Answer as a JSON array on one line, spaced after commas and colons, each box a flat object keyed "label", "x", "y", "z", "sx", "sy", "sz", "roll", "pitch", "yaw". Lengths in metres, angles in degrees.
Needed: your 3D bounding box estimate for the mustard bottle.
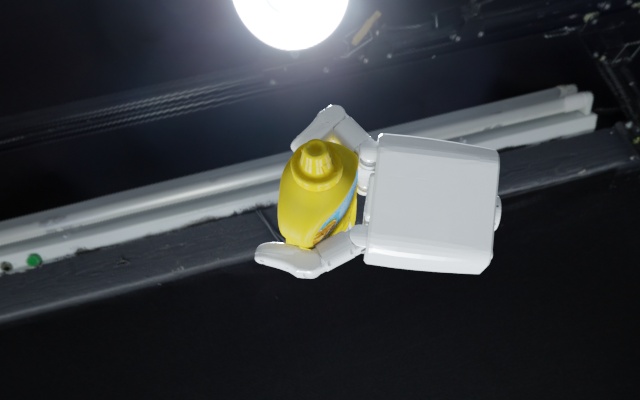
[{"label": "mustard bottle", "x": 0.000, "y": 0.001, "z": 0.437, "sx": 0.058, "sy": 0.096, "sz": 0.192, "roll": 30, "pitch": -20, "yaw": 14}]
